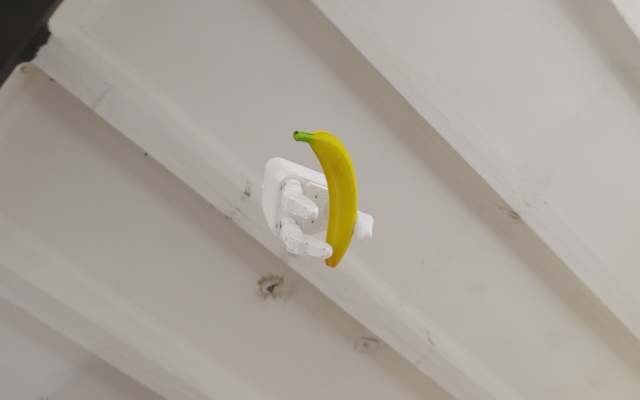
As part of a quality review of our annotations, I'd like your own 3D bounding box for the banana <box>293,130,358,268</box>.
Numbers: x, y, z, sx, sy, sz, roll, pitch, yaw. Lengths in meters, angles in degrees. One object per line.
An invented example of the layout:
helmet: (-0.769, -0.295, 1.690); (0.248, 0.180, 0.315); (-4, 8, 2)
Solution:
banana: (0.016, -0.008, 0.595); (0.069, 0.198, 0.037); (-24, 30, -17)
